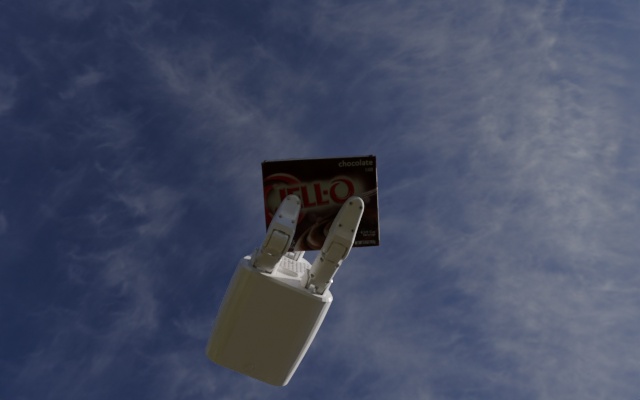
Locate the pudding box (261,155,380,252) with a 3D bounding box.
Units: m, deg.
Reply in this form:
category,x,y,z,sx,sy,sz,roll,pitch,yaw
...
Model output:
category,x,y,z,sx,sy,sz,roll,pitch,yaw
pudding box,0.000,0.002,0.475,0.113,0.090,0.039,-4,11,-3
